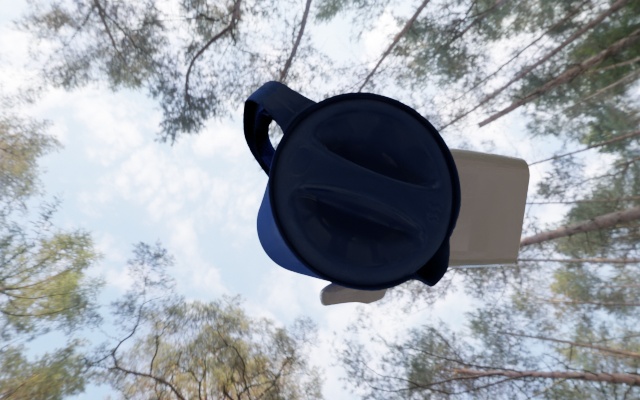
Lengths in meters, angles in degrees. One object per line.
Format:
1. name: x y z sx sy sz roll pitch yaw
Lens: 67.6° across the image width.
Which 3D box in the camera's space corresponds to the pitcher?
1. pitcher: 0.000 0.001 0.423 0.145 0.149 0.243 1 -9 -13
